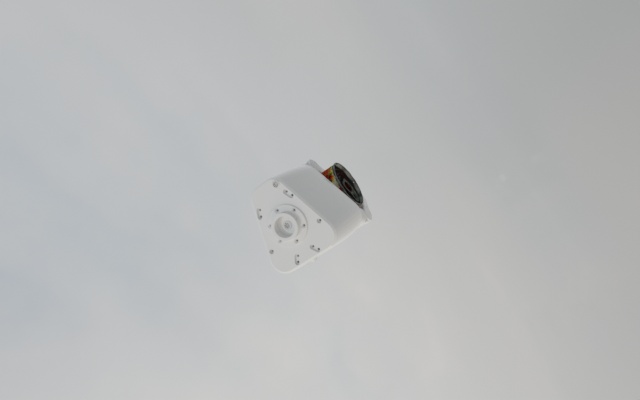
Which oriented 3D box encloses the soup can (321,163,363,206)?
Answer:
[{"bbox_3d":[0.000,0.002,0.677,0.102,0.068,0.068,-34,-14,21],"label":"soup can"}]
